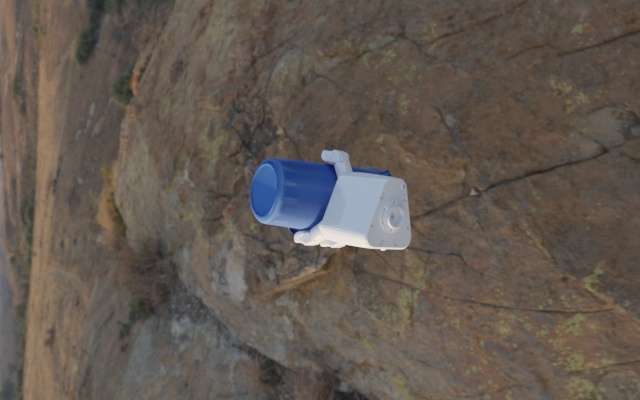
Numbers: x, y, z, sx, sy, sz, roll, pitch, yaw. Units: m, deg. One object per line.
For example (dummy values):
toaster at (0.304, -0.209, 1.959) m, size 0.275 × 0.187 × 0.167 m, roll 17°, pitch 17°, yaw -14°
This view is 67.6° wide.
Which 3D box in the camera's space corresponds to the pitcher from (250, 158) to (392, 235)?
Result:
pitcher at (0.000, 0.003, 0.843) m, size 0.243 × 0.149 × 0.145 m, roll 7°, pitch 2°, yaw -36°
